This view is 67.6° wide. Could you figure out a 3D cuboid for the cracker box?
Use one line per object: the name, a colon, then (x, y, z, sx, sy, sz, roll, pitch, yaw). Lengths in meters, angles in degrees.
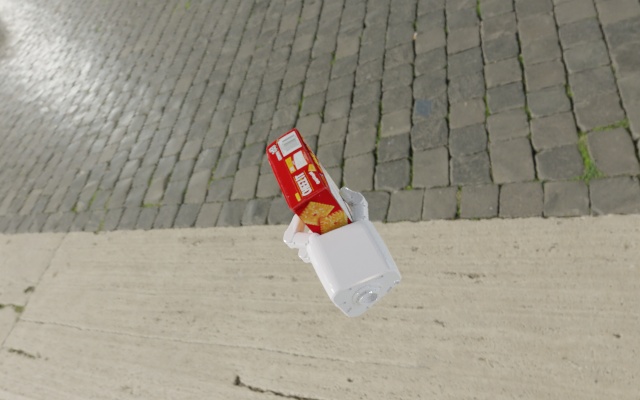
cracker box: (0.000, 0.003, 0.831, 0.072, 0.164, 0.214, -32, -43, 5)
